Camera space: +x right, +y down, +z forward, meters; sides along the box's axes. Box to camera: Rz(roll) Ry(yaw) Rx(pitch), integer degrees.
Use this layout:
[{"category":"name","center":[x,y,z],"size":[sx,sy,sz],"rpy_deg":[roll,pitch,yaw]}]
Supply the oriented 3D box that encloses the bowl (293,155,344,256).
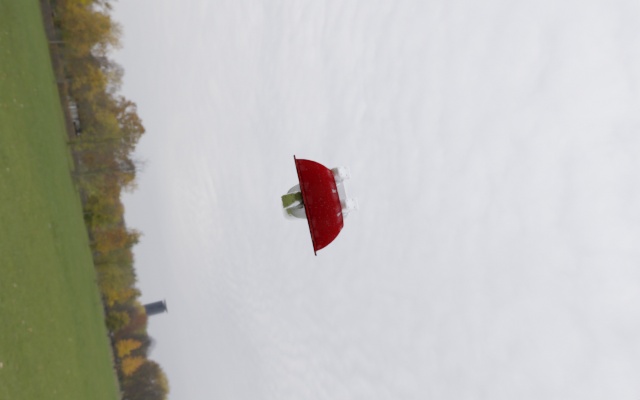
[{"category":"bowl","center":[0.001,0.003,0.744],"size":[0.055,0.162,0.162],"rpy_deg":[-12,0,-2]}]
